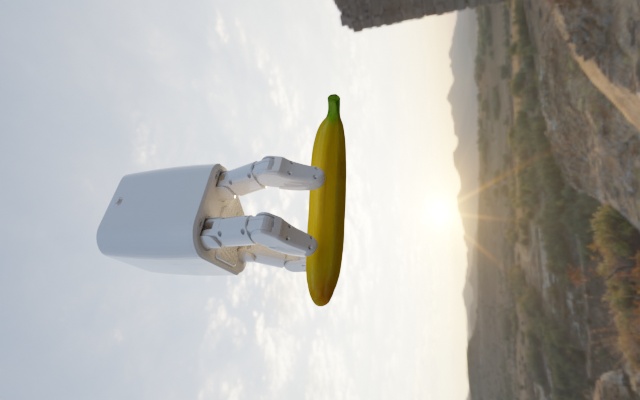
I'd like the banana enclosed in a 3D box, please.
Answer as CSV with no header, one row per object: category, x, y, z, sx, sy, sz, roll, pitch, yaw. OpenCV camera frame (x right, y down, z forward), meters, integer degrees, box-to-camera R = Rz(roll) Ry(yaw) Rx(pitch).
banana,0.004,0.002,0.463,0.037,0.197,0.070,-1,-12,12
